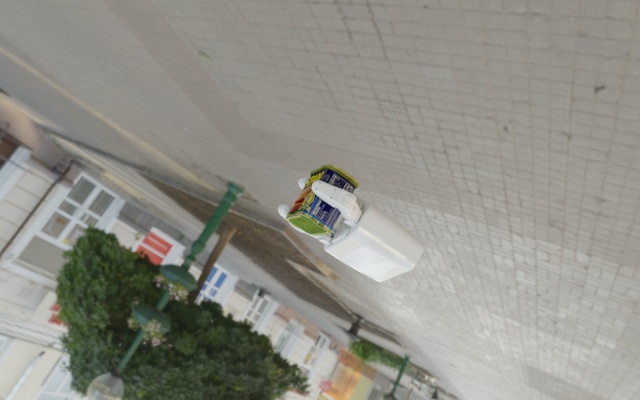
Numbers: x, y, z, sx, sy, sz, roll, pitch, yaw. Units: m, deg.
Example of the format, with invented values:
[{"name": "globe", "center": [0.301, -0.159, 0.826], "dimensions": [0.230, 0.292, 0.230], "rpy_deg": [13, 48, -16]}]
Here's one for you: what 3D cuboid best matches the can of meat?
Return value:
[{"name": "can of meat", "center": [0.000, 0.002, 0.688], "dimensions": [0.057, 0.084, 0.102], "rpy_deg": [34, -16, -13]}]
